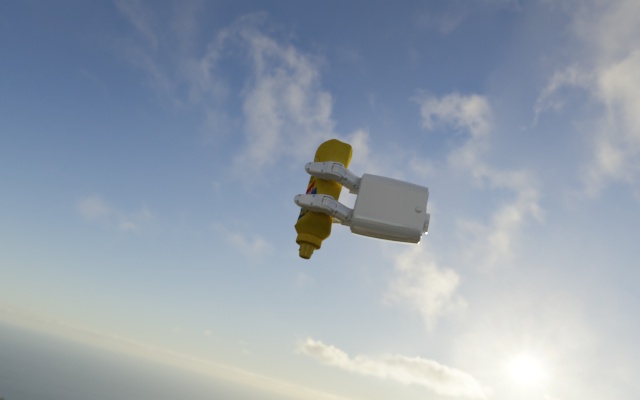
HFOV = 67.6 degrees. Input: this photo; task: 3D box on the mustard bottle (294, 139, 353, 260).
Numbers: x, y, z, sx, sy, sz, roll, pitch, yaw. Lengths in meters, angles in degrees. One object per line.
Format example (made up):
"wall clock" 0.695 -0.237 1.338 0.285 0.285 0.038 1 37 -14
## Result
"mustard bottle" 0.000 0.002 0.768 0.058 0.191 0.096 20 -22 -13
